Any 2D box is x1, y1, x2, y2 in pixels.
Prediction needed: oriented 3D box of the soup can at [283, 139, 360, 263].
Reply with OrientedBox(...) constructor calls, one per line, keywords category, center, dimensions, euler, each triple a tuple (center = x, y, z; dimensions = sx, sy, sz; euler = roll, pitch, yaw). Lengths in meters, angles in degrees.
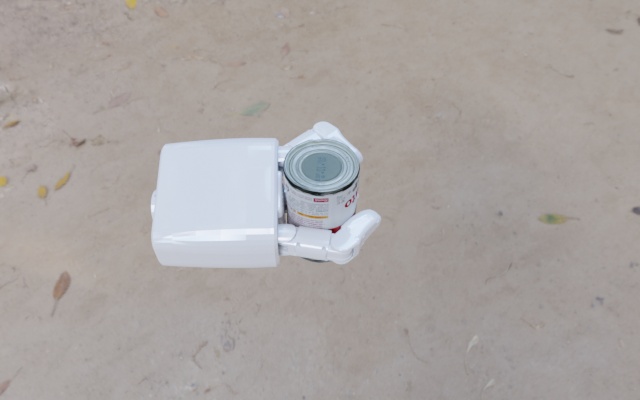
OrientedBox(category="soup can", center=(0.001, 0.001, 0.442), dimensions=(0.068, 0.068, 0.102), euler=(0, -40, -1))
